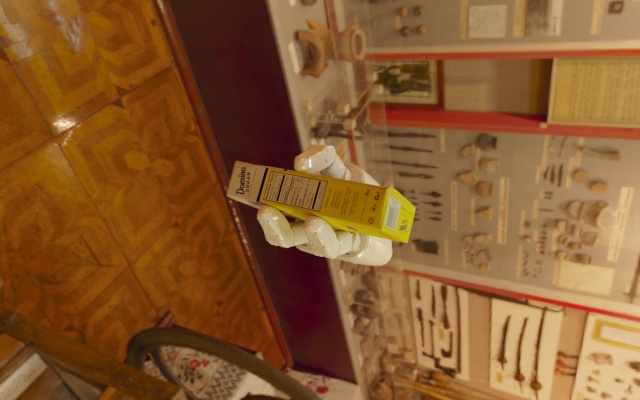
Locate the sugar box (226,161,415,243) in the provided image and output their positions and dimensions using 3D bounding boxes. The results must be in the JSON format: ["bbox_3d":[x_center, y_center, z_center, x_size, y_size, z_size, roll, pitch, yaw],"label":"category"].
[{"bbox_3d":[0.000,0.002,0.498,0.176,0.048,0.093,8,-9,27],"label":"sugar box"}]
